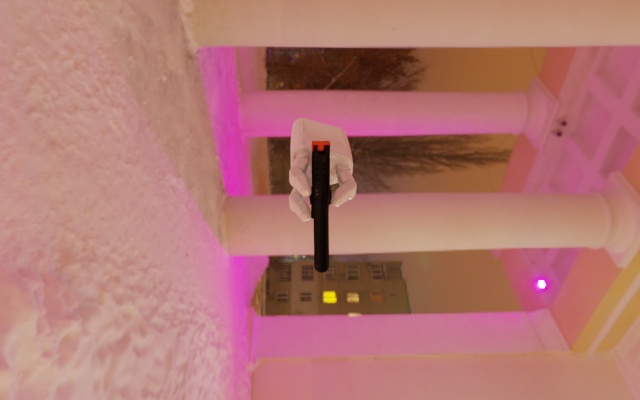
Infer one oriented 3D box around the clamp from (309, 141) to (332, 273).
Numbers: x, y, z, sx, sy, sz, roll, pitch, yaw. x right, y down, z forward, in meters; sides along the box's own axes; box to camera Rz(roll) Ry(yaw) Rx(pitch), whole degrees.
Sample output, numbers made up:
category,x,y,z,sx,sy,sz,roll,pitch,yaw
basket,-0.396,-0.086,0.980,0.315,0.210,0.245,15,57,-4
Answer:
category,x,y,z,sx,sy,sz,roll,pitch,yaw
clamp,0.001,0.002,0.789,0.036,0.210,0.164,-2,40,-4
